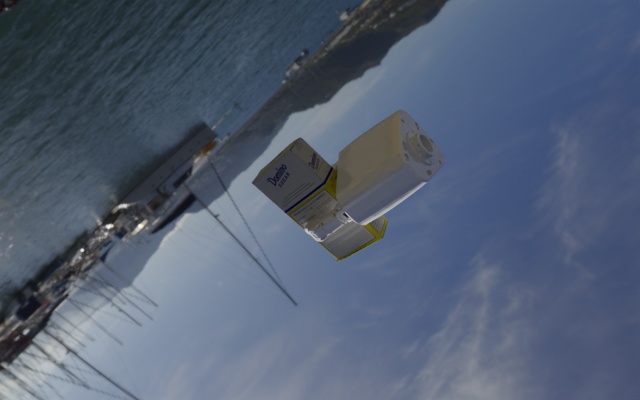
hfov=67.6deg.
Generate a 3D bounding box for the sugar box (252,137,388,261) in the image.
[{"bbox_3d":[0.000,0.002,0.668,0.093,0.176,0.048,-35,16,37],"label":"sugar box"}]
